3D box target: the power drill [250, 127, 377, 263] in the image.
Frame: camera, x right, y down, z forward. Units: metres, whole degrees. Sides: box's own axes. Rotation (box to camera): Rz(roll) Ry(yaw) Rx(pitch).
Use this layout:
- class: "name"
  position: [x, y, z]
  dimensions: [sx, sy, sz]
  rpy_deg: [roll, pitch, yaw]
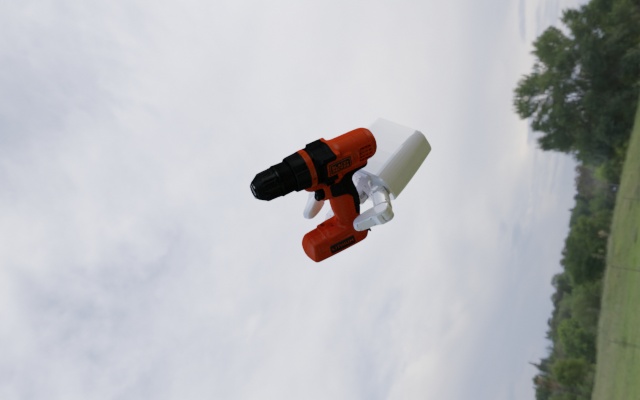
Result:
- class: "power drill"
  position: [0.000, 0.002, 0.679]
  dimensions: [0.184, 0.188, 0.057]
  rpy_deg: [-24, 46, -16]
